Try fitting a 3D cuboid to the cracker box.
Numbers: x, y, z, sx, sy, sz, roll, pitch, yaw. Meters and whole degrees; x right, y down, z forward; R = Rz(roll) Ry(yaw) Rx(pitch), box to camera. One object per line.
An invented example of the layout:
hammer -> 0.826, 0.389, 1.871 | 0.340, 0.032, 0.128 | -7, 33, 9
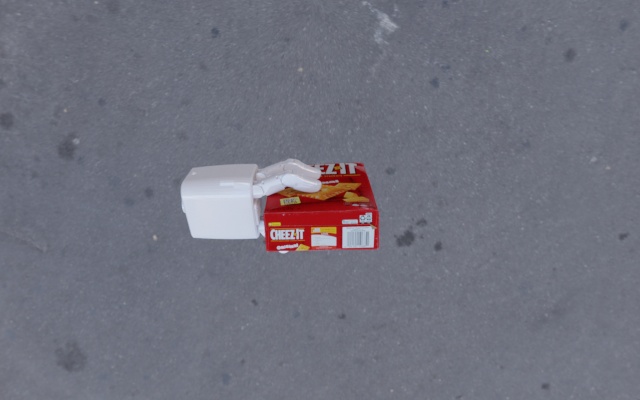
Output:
cracker box -> 0.000, 0.003, 0.764 | 0.164, 0.072, 0.213 | -1, 23, 0
